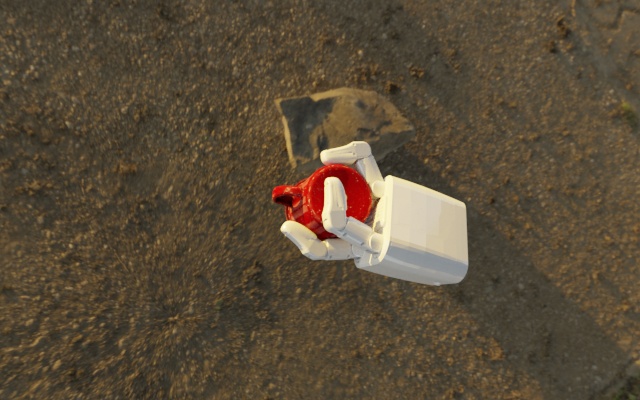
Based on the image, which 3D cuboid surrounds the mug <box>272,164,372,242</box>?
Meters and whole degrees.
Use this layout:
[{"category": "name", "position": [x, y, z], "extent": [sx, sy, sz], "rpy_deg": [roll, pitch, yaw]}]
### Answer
[{"category": "mug", "position": [-0.001, 0.001, 0.577], "extent": [0.117, 0.093, 0.081], "rpy_deg": [15, -17, -14]}]
